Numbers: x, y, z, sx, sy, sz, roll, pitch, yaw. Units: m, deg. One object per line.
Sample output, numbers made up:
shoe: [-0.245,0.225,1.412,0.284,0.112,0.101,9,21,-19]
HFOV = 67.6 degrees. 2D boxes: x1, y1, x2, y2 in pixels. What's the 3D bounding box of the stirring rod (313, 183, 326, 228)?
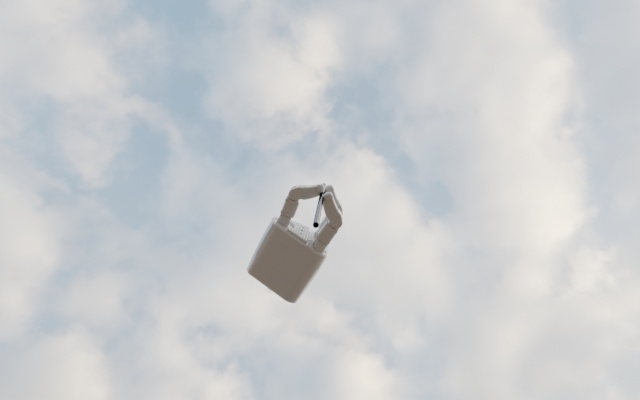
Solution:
stirring rod: [0.000,0.003,0.741,0.011,0.011,0.239,0,14,3]
